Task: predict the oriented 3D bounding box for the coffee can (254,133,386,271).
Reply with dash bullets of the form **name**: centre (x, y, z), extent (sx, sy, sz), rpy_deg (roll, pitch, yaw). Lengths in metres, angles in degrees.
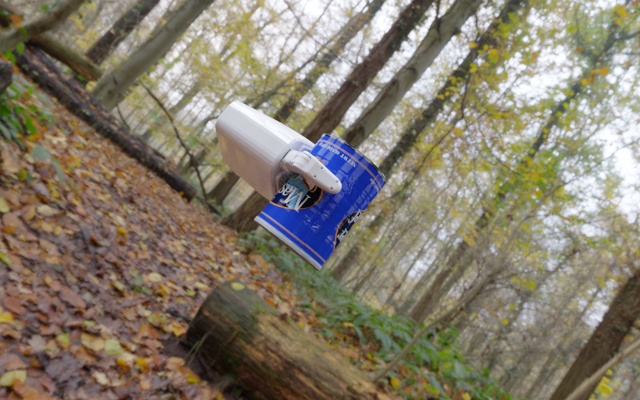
- **coffee can**: centre (0.000, 0.002, 0.601), extent (0.103, 0.140, 0.103), rpy_deg (37, -8, 6)
